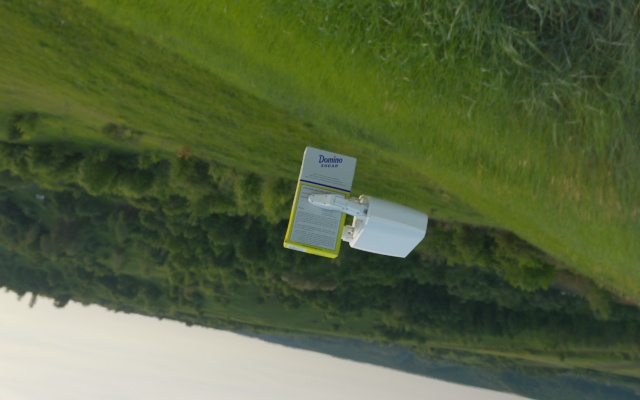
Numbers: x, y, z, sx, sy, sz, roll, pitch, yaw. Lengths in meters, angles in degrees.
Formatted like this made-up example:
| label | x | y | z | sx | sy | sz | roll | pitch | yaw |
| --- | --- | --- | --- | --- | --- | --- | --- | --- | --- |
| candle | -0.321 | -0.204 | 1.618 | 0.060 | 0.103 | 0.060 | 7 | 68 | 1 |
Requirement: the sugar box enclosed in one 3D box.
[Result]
| label | x | y | z | sx | sy | sz | roll | pitch | yaw |
| --- | --- | --- | --- | --- | --- | --- | --- | --- | --- |
| sugar box | 0.000 | 0.003 | 0.826 | 0.093 | 0.176 | 0.048 | 14 | -16 | -5 |
